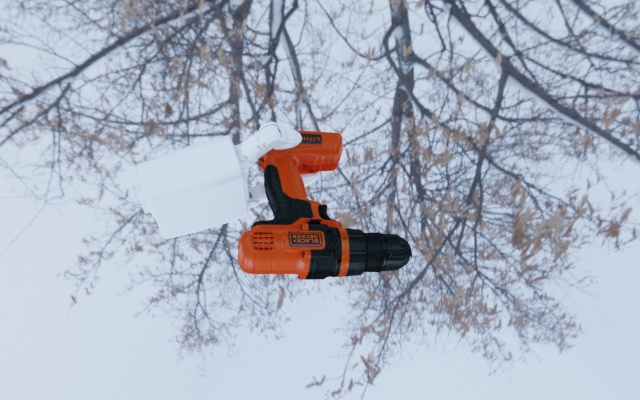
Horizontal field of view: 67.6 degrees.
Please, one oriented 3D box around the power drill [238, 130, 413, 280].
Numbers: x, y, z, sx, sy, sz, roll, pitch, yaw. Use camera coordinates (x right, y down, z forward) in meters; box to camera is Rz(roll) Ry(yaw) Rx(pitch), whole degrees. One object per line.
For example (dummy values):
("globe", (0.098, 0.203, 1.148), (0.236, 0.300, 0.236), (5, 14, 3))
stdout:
("power drill", (0.000, 0.001, 0.542), (0.184, 0.187, 0.057), (2, -41, -12))
